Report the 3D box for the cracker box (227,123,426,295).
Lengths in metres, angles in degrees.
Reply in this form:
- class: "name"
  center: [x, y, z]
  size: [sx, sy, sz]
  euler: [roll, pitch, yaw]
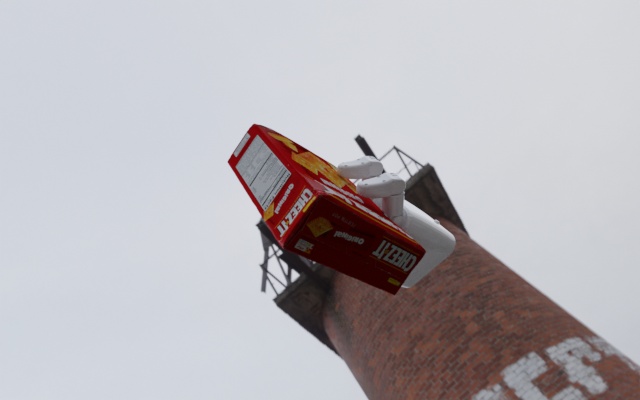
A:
- class: "cracker box"
  center: [0.000, 0.002, 0.560]
  size: [0.164, 0.072, 0.213]
  euler: [27, 12, -35]
